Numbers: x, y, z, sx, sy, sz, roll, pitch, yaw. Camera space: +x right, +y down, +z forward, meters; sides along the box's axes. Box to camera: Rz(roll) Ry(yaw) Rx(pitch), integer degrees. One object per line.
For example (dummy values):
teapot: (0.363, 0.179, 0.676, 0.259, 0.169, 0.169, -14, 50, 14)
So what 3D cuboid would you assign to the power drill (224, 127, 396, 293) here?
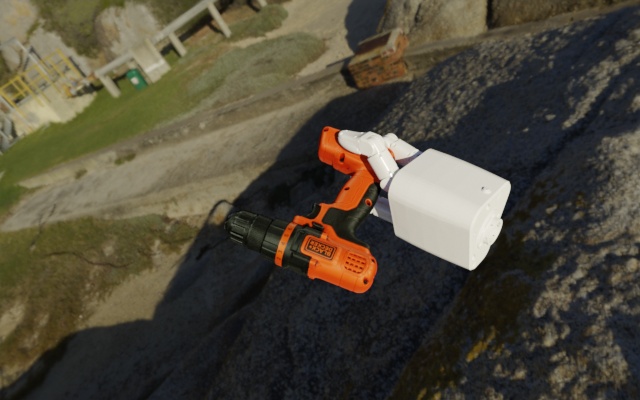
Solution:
power drill: (0.001, 0.002, 0.582, 0.184, 0.187, 0.057, 21, -26, 7)
